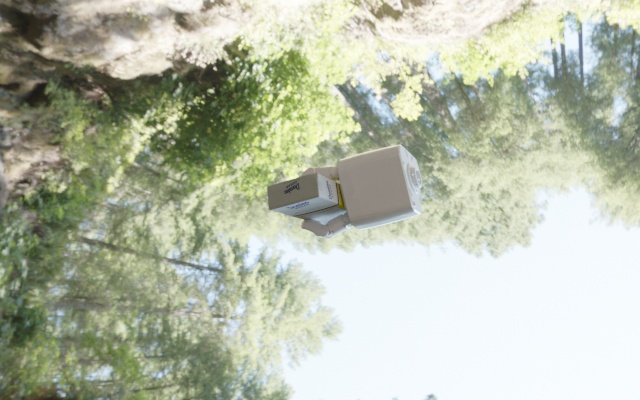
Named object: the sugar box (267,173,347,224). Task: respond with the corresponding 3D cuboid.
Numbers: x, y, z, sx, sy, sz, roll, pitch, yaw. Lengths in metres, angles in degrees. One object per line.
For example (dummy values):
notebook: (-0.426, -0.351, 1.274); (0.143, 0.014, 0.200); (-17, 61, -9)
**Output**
sugar box: (0.000, 0.002, 0.789); (0.093, 0.048, 0.176); (-15, -20, 26)
